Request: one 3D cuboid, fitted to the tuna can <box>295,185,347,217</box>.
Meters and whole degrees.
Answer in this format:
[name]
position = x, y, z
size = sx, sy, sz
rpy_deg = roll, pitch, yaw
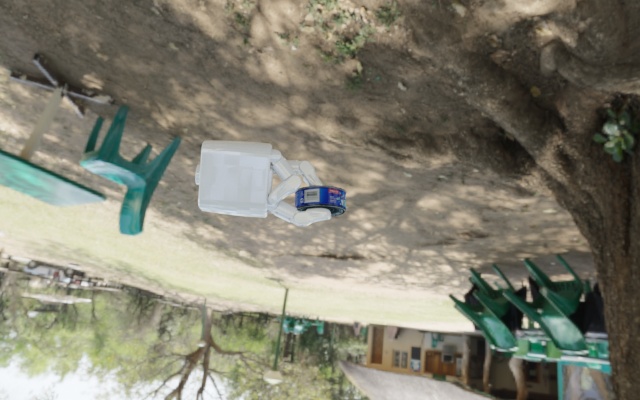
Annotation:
[tuna can]
position = 0.000, 0.003, 0.789
size = 0.086, 0.033, 0.086
rpy_deg = 0, -15, 0
